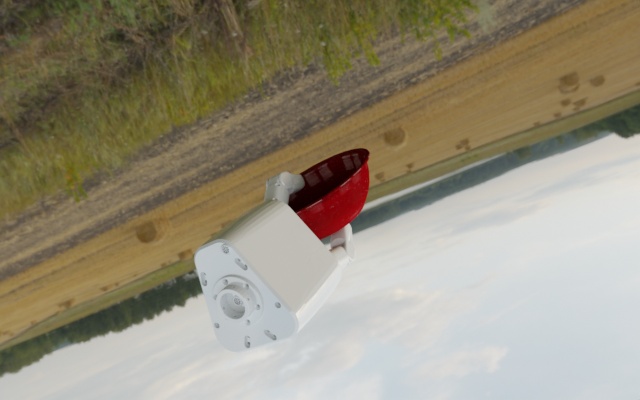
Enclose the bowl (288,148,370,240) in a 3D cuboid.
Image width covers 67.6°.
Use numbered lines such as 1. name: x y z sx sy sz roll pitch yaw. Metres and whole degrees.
1. bowl: 0.001 0.002 0.578 0.162 0.055 0.162 -29 17 10
